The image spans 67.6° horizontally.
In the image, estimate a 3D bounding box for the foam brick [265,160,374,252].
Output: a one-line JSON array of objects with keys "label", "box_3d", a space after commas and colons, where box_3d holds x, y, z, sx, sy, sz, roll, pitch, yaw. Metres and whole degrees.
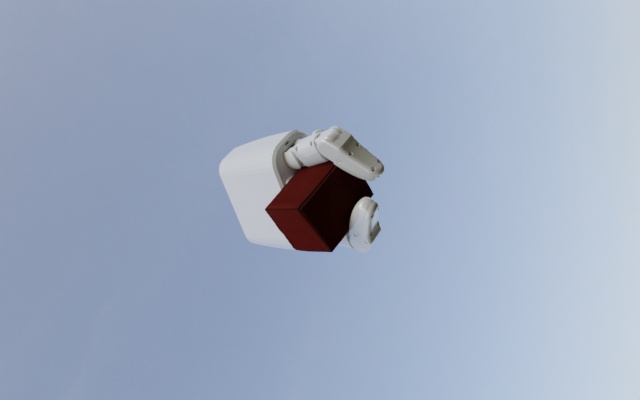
[{"label": "foam brick", "box_3d": [0.000, 0.002, 0.427, 0.051, 0.053, 0.078, -4, 39, 47]}]
